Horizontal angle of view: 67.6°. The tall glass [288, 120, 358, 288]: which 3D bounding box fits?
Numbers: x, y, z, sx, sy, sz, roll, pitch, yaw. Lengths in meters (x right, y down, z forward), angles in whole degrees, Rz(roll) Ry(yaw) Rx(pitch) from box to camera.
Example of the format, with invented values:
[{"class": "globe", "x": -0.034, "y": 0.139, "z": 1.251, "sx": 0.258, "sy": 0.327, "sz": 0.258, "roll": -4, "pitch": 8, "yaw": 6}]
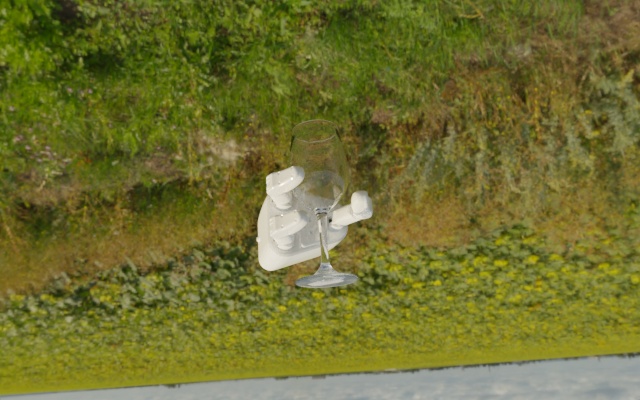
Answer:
[{"class": "tall glass", "x": 0.000, "y": 0.003, "z": 0.593, "sx": 0.079, "sy": 0.201, "sz": 0.079, "roll": -4, "pitch": -20, "yaw": -1}]
